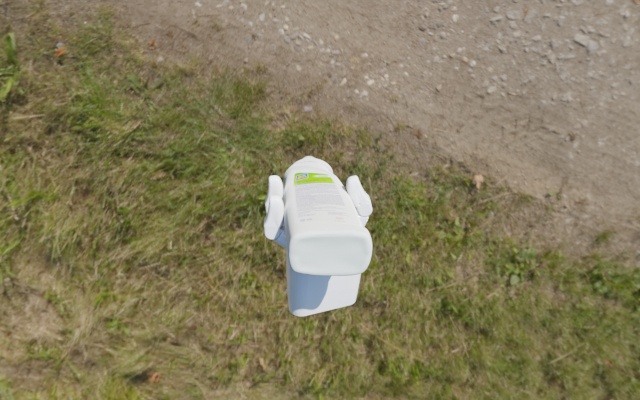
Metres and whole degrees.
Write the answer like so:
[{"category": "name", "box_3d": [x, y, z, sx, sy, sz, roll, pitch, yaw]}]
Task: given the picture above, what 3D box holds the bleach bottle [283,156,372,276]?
[{"category": "bleach bottle", "box_3d": [0.000, 0.002, 0.661, 0.102, 0.068, 0.250, 1, 29, -6]}]
